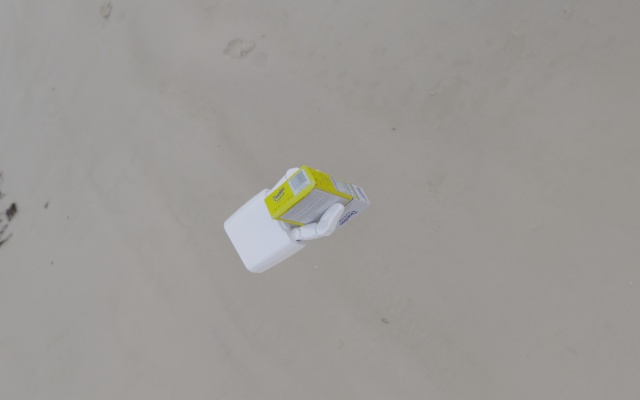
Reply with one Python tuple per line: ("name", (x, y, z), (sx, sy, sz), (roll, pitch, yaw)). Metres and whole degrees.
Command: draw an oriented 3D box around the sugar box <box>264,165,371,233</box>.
("sugar box", (0.000, 0.002, 0.788), (0.093, 0.048, 0.176), (-38, -26, 22))
